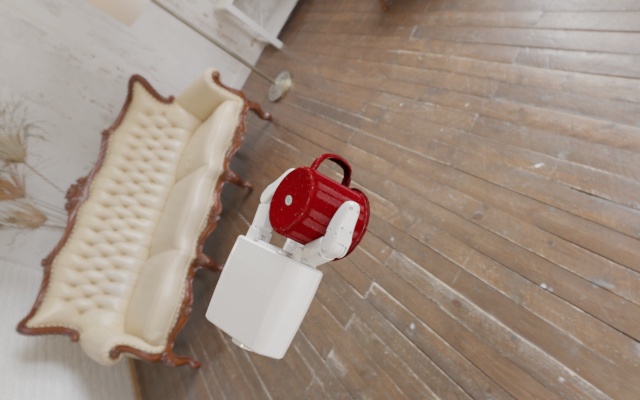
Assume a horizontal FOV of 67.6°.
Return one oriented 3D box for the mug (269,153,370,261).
[{"bbox_3d":[0.001,0.000,0.547,0.081,0.117,0.093,27,-9,-34],"label":"mug"}]
